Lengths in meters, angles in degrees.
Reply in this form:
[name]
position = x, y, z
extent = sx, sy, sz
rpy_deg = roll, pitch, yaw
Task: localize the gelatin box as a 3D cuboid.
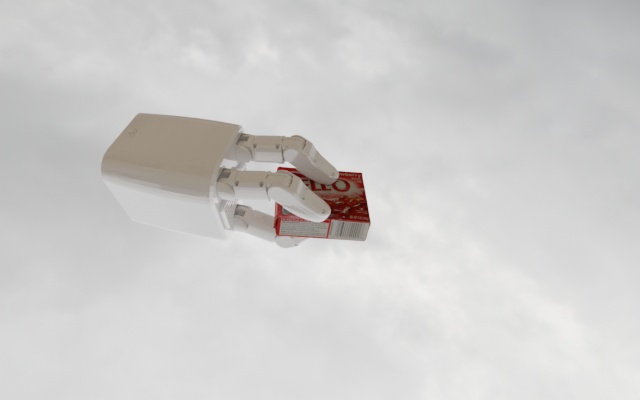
[gelatin box]
position = 0.000, 0.002, 0.466
extent = 0.089, 0.030, 0.073
rpy_deg = 4, 42, -8
